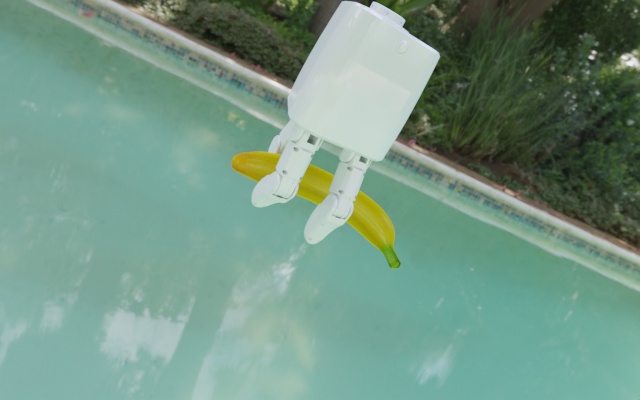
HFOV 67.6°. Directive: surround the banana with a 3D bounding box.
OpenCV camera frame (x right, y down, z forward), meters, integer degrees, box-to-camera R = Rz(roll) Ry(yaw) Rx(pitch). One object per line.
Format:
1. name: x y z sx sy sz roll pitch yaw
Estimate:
1. banana: 0.004 -0.004 0.491 0.198 0.037 0.069 31 23 -9
